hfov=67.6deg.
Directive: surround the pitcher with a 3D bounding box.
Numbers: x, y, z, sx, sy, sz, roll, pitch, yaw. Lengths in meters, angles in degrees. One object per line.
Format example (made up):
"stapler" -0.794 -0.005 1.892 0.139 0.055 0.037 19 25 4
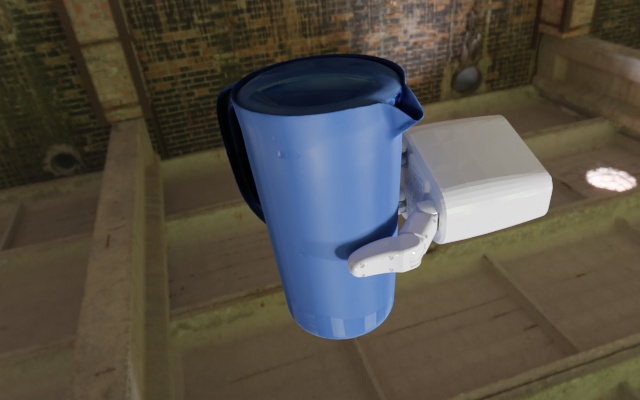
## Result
"pitcher" 0.000 0.001 0.429 0.145 0.243 0.149 -13 33 -10
